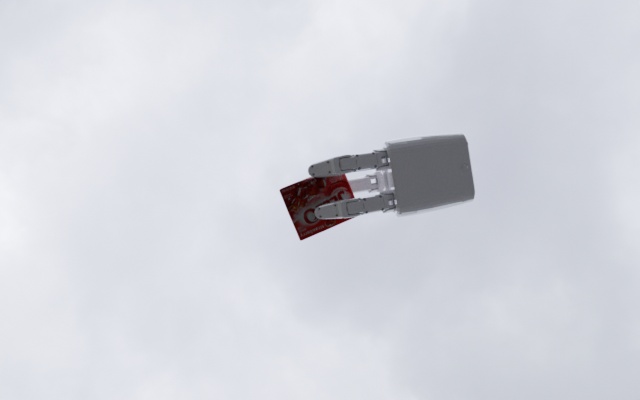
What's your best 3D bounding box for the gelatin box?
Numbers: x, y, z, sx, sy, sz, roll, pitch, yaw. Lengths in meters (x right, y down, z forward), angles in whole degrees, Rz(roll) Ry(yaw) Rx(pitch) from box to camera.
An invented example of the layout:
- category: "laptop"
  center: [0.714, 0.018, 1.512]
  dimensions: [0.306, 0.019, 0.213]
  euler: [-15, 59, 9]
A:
- category: "gelatin box"
  center: [0.000, 0.002, 0.629]
  dimensions: [0.089, 0.073, 0.030]
  euler: [-22, 3, -1]
